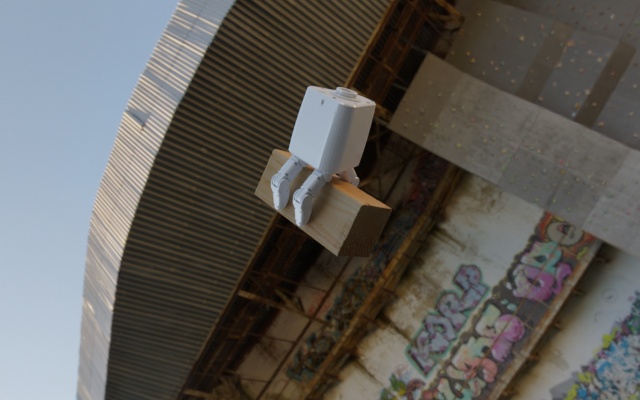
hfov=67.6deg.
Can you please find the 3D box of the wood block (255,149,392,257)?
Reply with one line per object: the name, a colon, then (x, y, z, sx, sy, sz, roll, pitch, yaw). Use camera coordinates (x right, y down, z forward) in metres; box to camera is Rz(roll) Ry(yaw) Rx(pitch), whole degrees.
wood block: (0.000, 0.002, 0.783, 0.206, 0.090, 0.091, 34, 15, 36)
